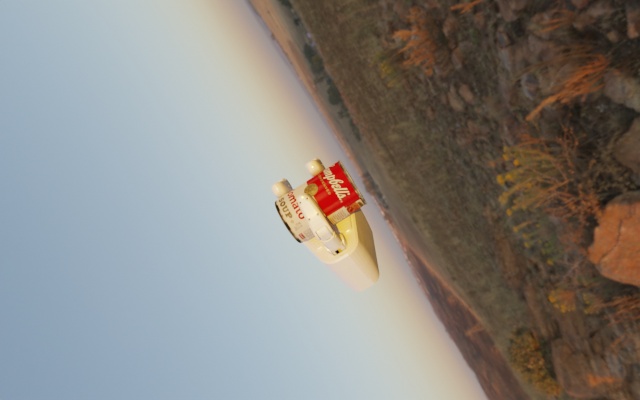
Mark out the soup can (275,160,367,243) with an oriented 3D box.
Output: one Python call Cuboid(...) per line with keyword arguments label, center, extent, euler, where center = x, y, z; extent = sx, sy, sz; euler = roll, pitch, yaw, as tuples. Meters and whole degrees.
Cuboid(label="soup can", center=(0.000, 0.002, 0.624), extent=(0.102, 0.068, 0.068), euler=(-32, -3, 5))
